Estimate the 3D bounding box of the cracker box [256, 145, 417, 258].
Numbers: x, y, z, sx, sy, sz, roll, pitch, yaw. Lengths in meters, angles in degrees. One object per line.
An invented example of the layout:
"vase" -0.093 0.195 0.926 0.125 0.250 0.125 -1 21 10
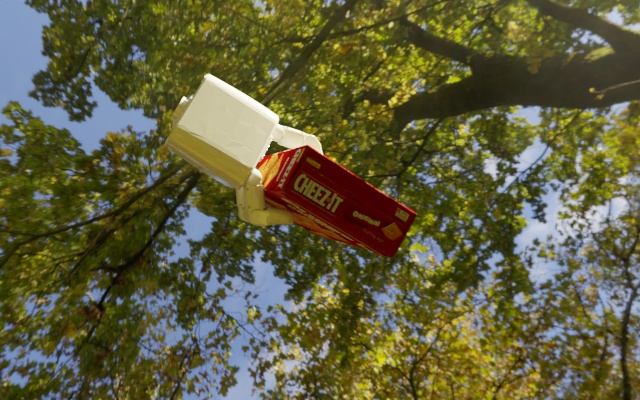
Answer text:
"cracker box" 0.000 0.002 0.646 0.164 0.072 0.213 30 -8 -19
